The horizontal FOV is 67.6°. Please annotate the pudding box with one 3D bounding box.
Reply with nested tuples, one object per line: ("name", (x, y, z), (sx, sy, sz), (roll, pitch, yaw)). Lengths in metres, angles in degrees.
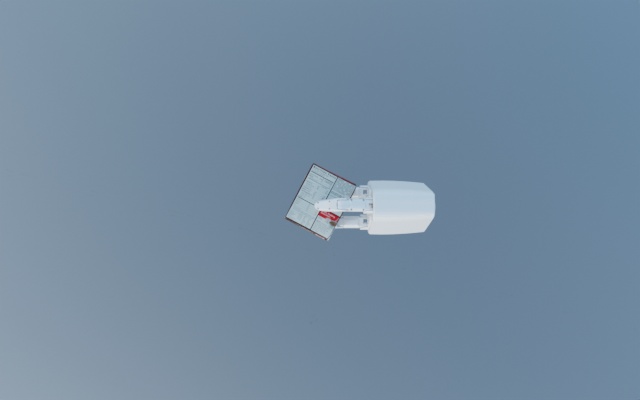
("pudding box", (0.000, 0.003, 0.849), (0.090, 0.113, 0.039), (28, -4, 2))
